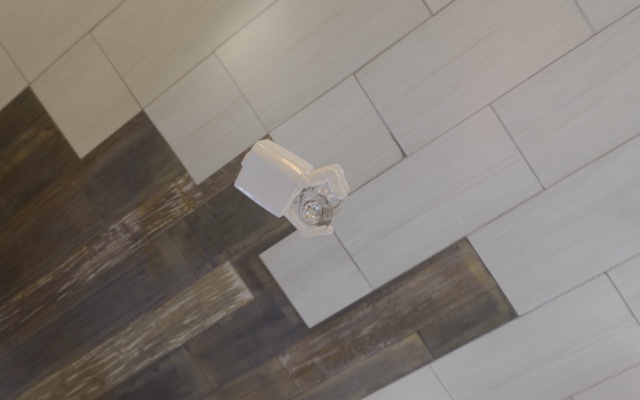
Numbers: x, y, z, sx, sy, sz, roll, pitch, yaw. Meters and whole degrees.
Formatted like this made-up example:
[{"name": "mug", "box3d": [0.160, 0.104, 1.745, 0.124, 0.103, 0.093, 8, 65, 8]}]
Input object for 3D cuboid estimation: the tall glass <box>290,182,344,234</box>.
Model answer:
[{"name": "tall glass", "box3d": [0.000, 0.003, 0.895, 0.079, 0.079, 0.201, 0, 10, 10]}]
